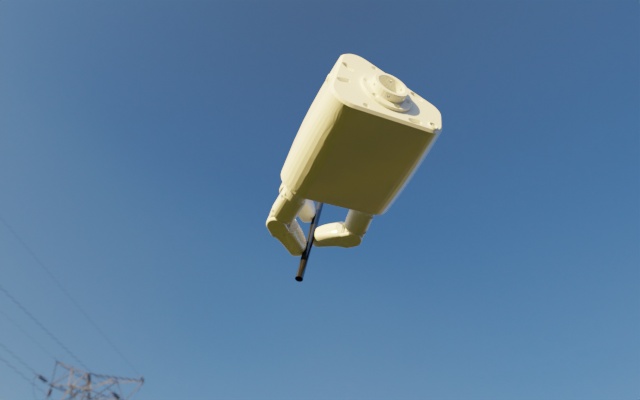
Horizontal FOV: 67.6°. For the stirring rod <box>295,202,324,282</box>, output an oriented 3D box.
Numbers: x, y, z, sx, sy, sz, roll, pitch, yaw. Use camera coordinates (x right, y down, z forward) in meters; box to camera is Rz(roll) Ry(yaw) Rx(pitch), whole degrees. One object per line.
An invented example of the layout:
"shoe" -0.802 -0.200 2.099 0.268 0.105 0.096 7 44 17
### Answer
"stirring rod" 0.000 0.002 0.558 0.011 0.011 0.239 0 39 13
